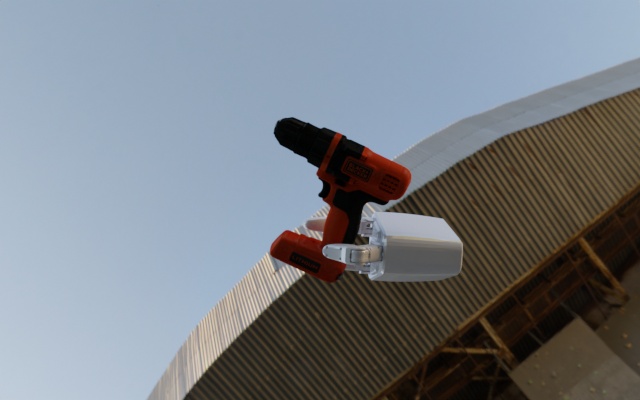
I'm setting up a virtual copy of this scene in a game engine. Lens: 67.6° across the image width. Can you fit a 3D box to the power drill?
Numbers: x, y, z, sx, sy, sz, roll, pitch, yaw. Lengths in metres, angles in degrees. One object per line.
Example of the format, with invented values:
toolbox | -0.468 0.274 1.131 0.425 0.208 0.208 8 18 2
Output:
power drill | 0.000 0.003 0.626 0.184 0.188 0.057 26 23 3
